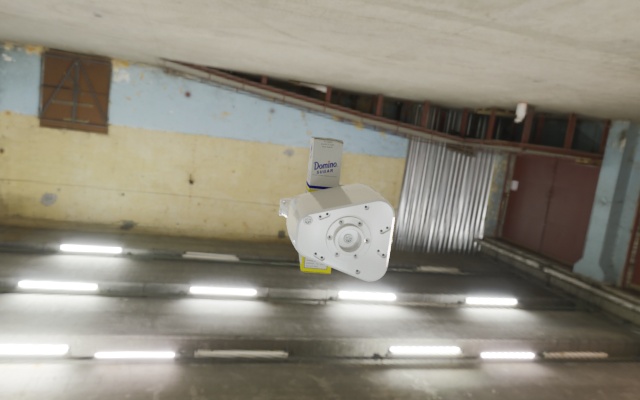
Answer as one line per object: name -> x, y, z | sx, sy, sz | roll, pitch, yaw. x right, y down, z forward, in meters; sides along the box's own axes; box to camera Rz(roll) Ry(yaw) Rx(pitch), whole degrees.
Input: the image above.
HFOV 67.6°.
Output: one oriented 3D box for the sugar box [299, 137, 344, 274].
sugar box -> 0.001, 0.002, 0.656 | 0.048, 0.176, 0.093 | 7, 9, -5
